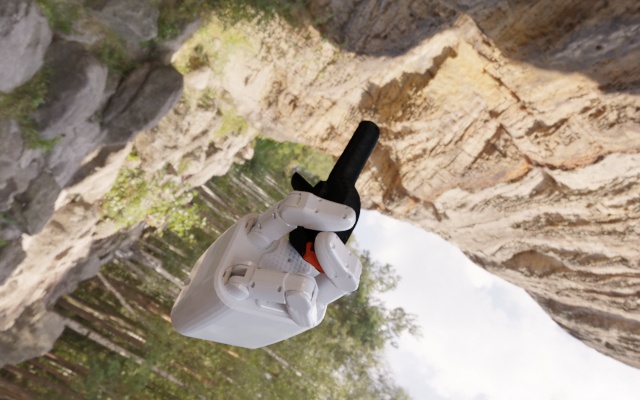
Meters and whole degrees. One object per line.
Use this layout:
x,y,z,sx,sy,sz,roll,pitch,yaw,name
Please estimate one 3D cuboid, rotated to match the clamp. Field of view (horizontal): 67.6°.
0.001,0.002,0.468,0.039,0.171,0.120,37,-45,-18,clamp
